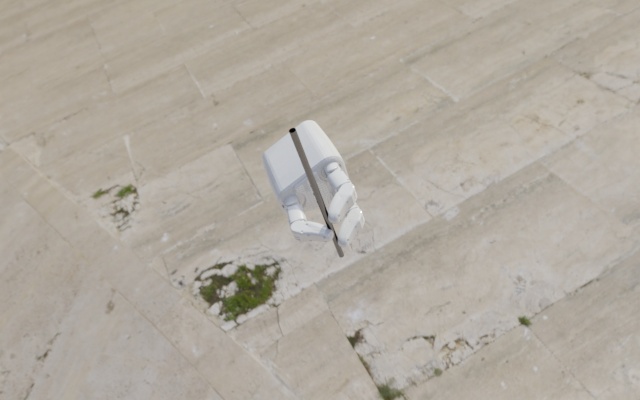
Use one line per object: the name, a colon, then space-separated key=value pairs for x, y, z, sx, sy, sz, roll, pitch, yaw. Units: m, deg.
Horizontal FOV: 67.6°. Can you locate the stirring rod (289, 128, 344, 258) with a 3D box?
stirring rod: x=0.000 y=0.002 z=0.596 sx=0.011 sy=0.011 sz=0.240 roll=0 pitch=-40 yaw=19
